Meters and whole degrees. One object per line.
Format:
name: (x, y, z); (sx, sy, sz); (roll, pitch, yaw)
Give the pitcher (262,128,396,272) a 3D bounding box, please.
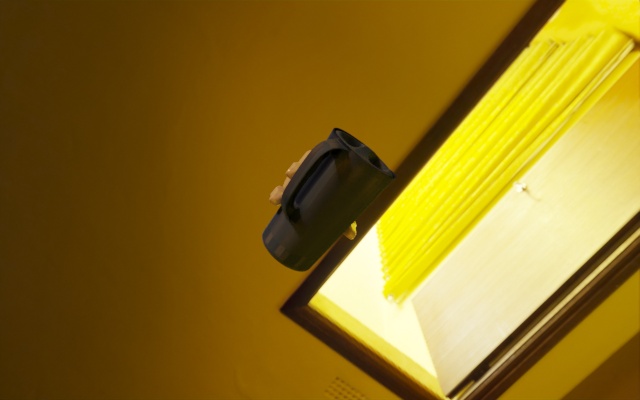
pitcher: (0.000, 0.003, 0.821); (0.149, 0.243, 0.145); (35, 17, -12)
